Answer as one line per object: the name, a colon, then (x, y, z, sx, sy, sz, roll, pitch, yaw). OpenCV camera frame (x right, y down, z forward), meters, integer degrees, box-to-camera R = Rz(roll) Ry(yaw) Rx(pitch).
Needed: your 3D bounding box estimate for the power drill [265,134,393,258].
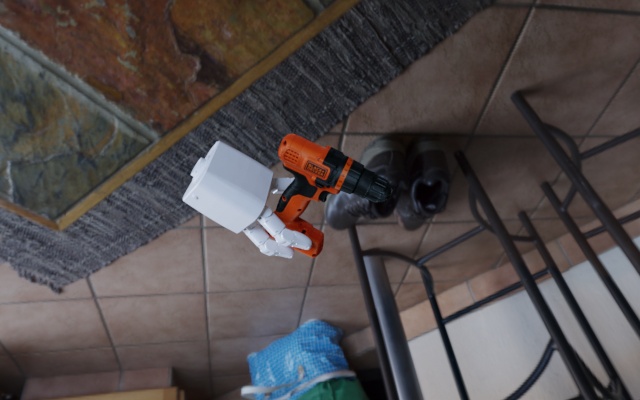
power drill: (0.000, 0.003, 0.767, 0.184, 0.188, 0.057, 27, 34, 2)
